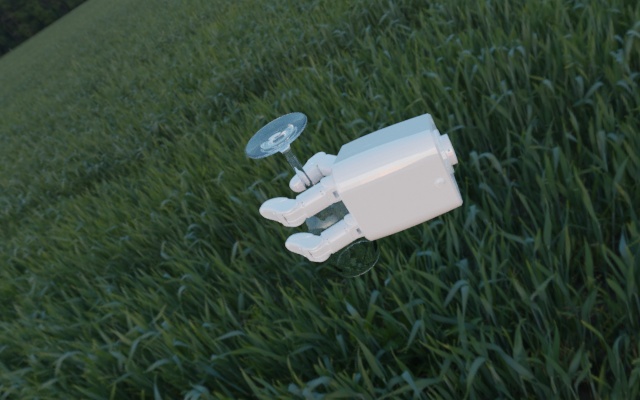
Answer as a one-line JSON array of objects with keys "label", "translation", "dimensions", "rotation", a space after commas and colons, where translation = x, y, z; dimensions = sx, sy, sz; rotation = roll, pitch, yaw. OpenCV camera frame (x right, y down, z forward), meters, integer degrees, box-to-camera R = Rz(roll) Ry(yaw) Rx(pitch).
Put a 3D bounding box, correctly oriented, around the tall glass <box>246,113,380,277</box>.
[{"label": "tall glass", "translation": [0.000, 0.001, 0.549], "dimensions": [0.079, 0.201, 0.079], "rotation": [-23, 33, 16]}]
